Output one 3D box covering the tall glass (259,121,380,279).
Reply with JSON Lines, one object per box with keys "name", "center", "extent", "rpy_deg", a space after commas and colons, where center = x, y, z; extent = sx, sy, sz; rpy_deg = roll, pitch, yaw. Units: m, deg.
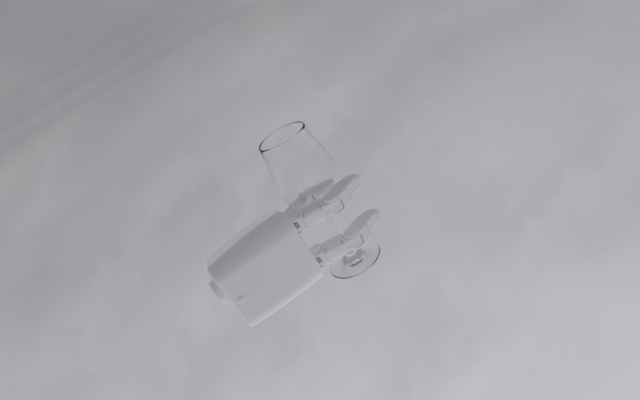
{"name": "tall glass", "center": [0.001, 0.002, 0.598], "extent": [0.079, 0.201, 0.079], "rpy_deg": [-24, 26, 13]}
